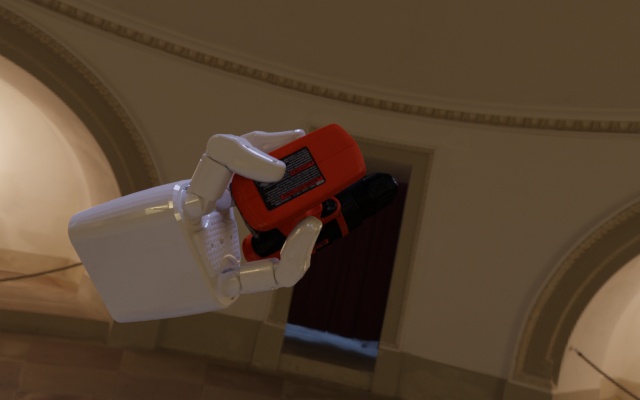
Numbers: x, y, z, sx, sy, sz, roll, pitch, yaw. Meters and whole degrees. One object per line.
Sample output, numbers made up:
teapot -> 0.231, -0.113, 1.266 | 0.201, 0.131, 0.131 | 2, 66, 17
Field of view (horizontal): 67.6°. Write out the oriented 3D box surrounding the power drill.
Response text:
power drill -> 0.000, 0.001, 0.455 | 0.184, 0.057, 0.188 | -29, -18, -7
